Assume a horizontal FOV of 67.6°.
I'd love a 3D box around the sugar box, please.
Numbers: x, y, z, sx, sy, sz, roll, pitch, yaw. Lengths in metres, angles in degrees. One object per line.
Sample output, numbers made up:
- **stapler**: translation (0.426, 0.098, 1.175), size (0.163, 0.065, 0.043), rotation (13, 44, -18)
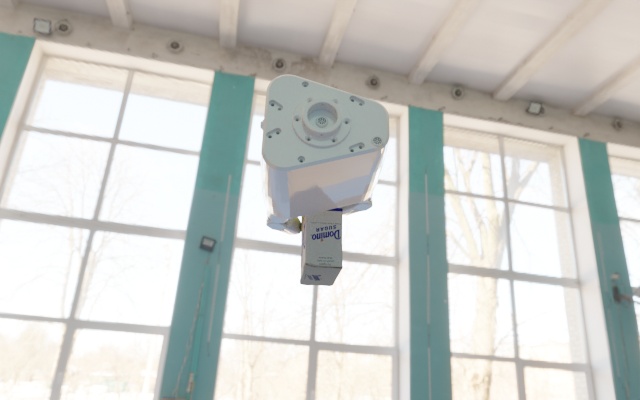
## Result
- **sugar box**: translation (0.000, 0.002, 0.545), size (0.048, 0.176, 0.093), rotation (5, -22, -4)
